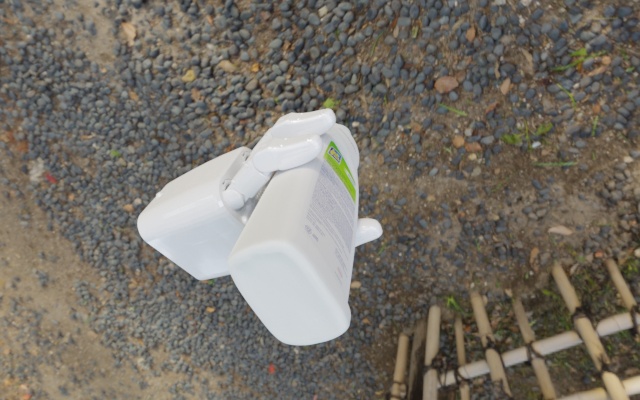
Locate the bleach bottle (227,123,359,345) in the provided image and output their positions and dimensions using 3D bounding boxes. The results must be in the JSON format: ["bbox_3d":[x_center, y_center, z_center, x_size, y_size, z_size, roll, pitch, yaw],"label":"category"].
[{"bbox_3d":[0.000,0.001,0.438,0.068,0.103,0.250,-19,26,24],"label":"bleach bottle"}]
